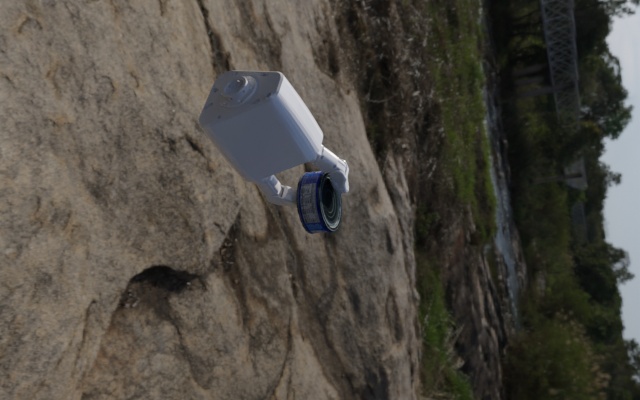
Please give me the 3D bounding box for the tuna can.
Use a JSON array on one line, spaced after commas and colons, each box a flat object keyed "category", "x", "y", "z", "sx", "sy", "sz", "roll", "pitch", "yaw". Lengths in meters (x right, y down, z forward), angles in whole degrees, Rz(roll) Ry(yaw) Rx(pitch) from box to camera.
[{"category": "tuna can", "x": 0.001, "y": 0.002, "z": 0.654, "sx": 0.034, "sy": 0.086, "sz": 0.086, "roll": -5, "pitch": -2, "yaw": 22}]
